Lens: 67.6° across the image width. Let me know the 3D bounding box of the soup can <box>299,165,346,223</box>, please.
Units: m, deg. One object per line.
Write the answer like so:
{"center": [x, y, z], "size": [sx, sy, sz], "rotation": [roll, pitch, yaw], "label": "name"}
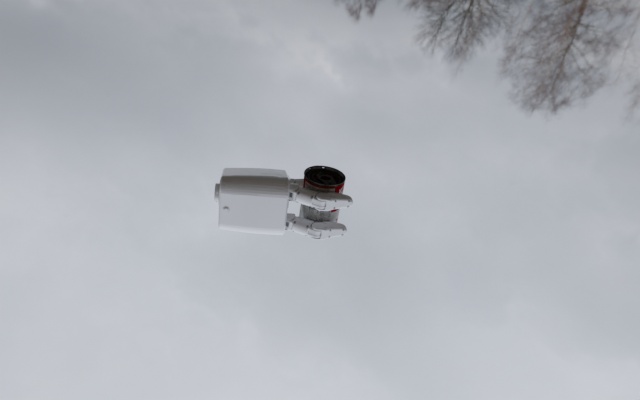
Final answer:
{"center": [0.001, 0.003, 0.788], "size": [0.068, 0.102, 0.068], "rotation": [7, 29, -4], "label": "soup can"}
